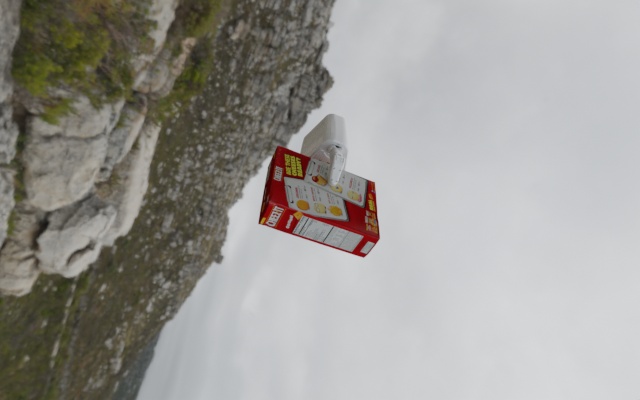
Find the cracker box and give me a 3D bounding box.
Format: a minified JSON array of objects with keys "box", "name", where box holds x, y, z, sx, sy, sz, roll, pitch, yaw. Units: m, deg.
[{"box":[0.000,0.003,0.900,0.214,0.072,0.164,19,40,-14],"name":"cracker box"}]
